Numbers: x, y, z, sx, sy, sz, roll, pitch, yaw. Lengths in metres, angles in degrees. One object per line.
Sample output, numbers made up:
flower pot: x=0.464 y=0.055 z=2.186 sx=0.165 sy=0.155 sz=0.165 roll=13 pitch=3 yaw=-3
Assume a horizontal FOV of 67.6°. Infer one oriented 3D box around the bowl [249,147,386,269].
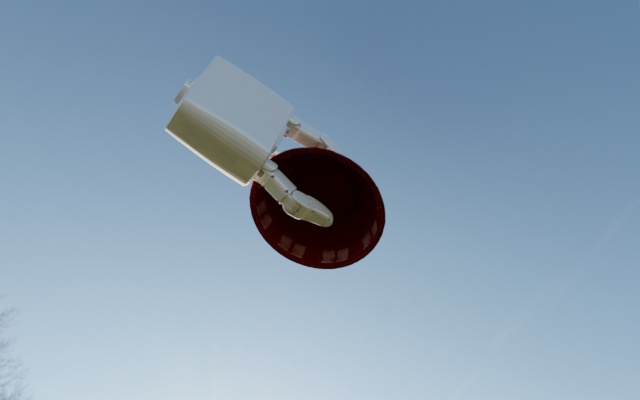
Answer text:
bowl: x=0.001 y=0.003 z=0.572 sx=0.162 sy=0.162 sz=0.055 roll=0 pitch=28 yaw=16
